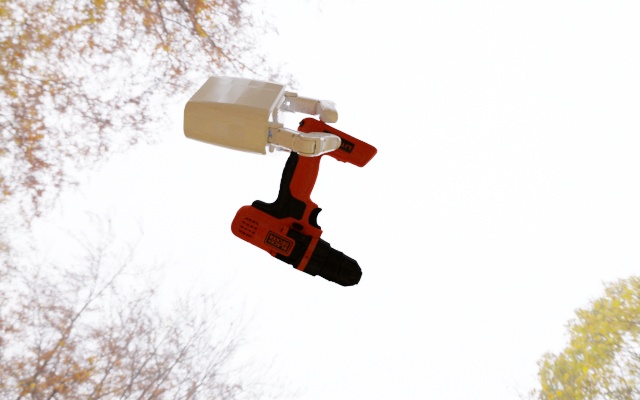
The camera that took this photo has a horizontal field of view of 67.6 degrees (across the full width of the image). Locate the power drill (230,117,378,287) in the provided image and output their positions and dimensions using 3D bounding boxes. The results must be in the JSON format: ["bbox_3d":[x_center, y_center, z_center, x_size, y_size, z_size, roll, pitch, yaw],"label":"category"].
[{"bbox_3d":[0.000,0.001,0.614,0.184,0.187,0.057,26,4,-4],"label":"power drill"}]
